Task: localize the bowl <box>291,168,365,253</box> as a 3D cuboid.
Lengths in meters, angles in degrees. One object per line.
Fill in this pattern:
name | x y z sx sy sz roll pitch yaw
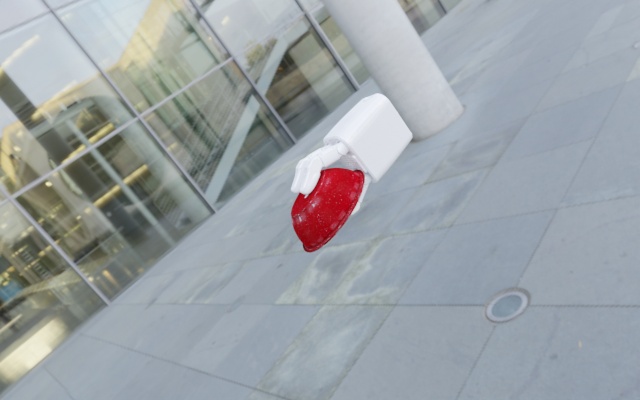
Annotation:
bowl | -0.001 0.003 0.775 0.055 0.162 0.162 34 -11 -17
